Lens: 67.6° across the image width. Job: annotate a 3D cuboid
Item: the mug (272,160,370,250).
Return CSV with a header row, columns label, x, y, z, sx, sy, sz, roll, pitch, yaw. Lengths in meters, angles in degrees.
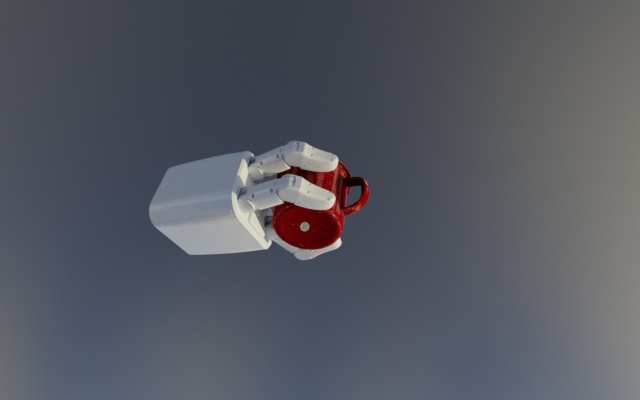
label,x,y,z,sx,sy,sz,roll,pitch,yaw
mug,0.001,0.002,0.559,0.117,0.093,0.081,-9,43,15
